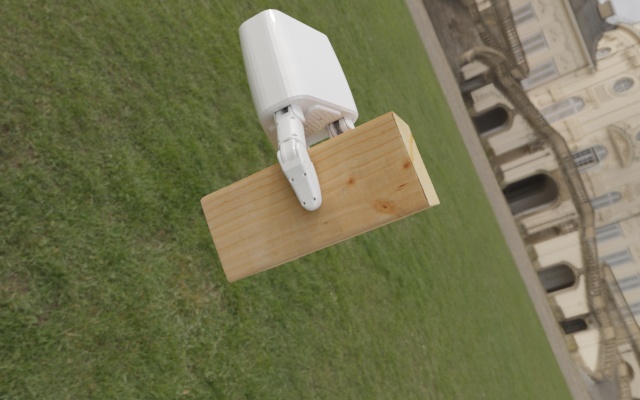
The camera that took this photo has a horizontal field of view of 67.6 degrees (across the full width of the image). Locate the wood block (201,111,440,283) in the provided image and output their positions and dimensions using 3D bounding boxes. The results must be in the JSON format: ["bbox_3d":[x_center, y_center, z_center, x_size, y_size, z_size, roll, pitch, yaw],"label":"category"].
[{"bbox_3d":[0.000,0.001,0.474,0.206,0.090,0.091,-23,-7,18],"label":"wood block"}]
